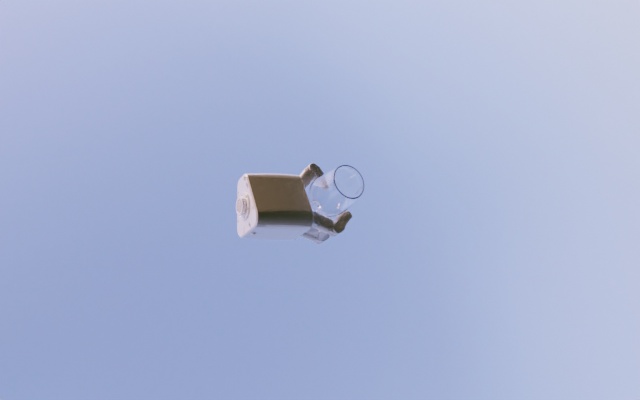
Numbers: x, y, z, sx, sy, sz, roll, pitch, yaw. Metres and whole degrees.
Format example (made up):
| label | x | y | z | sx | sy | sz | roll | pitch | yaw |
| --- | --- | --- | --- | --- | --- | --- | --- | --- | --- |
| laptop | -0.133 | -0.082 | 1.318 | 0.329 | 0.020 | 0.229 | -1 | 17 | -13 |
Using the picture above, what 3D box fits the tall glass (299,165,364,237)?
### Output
| label | x | y | z | sx | sy | sz | roll | pitch | yaw |
| --- | --- | --- | --- | --- | --- | --- | --- | --- | --- |
| tall glass | 0.000 | 0.003 | 0.881 | 0.079 | 0.079 | 0.201 | 0 | -20 | -32 |
